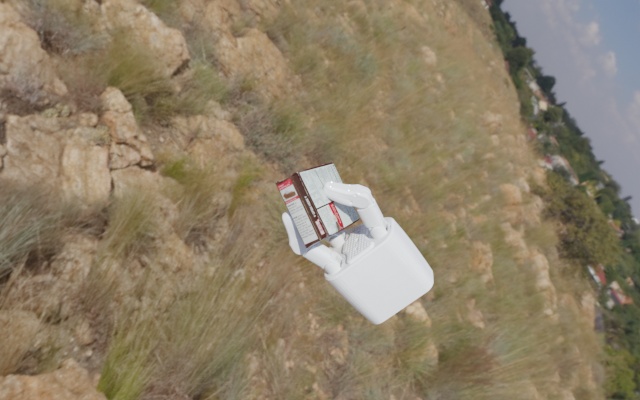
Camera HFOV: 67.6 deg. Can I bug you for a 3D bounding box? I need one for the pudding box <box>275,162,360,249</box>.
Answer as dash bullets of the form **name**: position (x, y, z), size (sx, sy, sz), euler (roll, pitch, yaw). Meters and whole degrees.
- **pudding box**: position (0.000, 0.002, 0.614), size (0.039, 0.090, 0.113), euler (-27, -2, 25)
